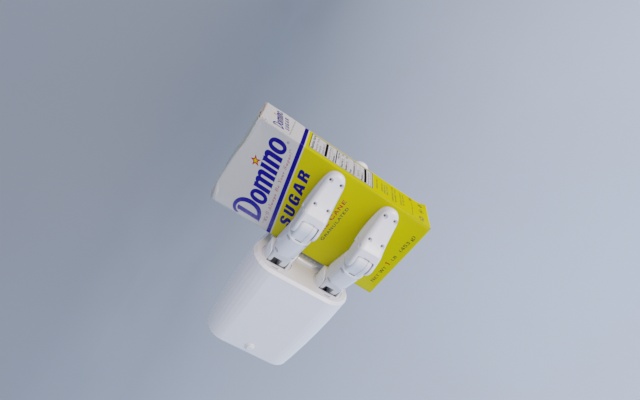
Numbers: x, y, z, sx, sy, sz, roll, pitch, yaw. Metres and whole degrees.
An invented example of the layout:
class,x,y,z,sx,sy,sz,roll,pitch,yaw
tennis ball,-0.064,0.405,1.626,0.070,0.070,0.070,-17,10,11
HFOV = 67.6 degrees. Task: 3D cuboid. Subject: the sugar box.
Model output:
class,x,y,z,sx,sy,sz,roll,pitch,yaw
sugar box,0.000,0.002,0.427,0.176,0.093,0.048,30,27,-14
